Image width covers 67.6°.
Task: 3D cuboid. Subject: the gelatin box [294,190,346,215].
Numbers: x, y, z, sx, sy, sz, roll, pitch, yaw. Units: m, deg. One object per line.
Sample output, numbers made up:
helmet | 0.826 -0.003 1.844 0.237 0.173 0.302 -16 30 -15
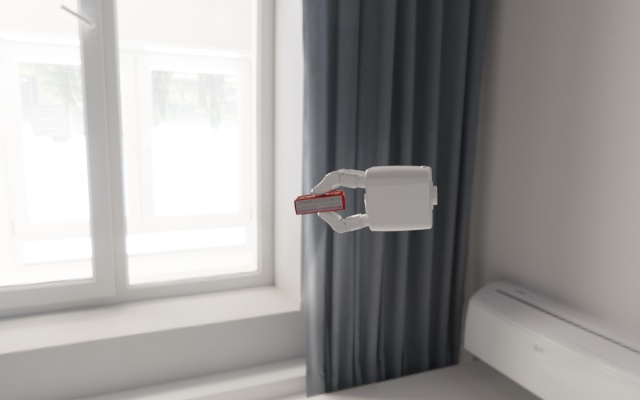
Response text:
gelatin box | 0.000 0.003 0.858 0.089 0.030 0.073 -8 6 3
